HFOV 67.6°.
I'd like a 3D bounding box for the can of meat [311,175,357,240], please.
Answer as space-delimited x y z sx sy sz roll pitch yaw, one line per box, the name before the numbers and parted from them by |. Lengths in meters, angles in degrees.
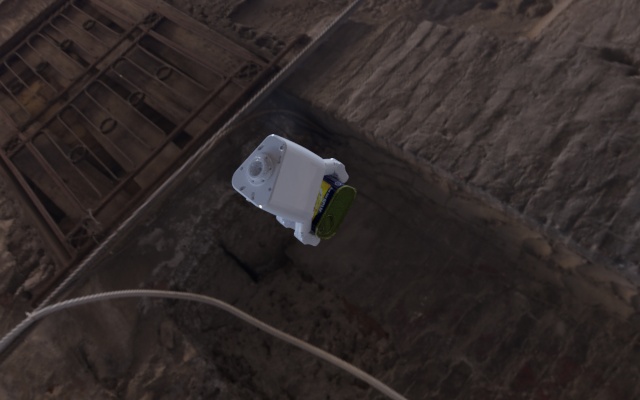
can of meat | 0.000 0.002 0.832 0.084 0.102 0.057 35 10 35
